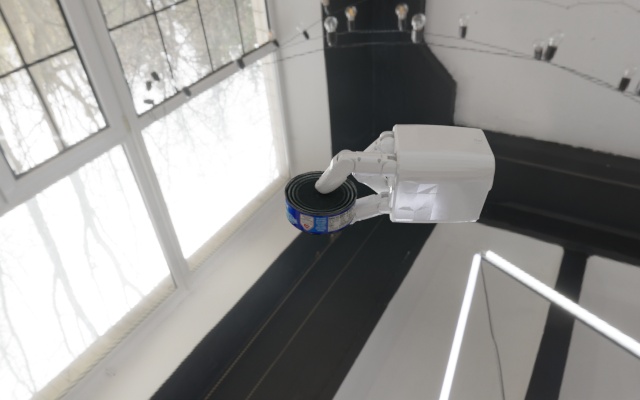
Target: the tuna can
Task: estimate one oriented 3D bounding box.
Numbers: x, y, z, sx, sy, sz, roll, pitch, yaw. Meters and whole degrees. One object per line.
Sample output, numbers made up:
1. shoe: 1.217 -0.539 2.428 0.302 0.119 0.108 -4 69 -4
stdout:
1. tuna can: 0.000 0.002 0.572 0.086 0.034 0.086 1 38 -1
